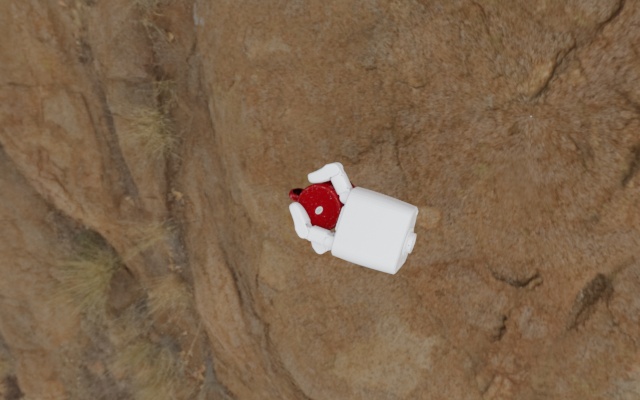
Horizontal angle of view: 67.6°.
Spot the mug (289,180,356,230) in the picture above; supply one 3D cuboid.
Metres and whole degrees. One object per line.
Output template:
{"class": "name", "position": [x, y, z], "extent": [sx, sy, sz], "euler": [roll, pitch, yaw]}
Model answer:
{"class": "mug", "position": [-0.001, 0.002, 0.819], "extent": [0.117, 0.093, 0.081], "euler": [22, 17, 17]}
